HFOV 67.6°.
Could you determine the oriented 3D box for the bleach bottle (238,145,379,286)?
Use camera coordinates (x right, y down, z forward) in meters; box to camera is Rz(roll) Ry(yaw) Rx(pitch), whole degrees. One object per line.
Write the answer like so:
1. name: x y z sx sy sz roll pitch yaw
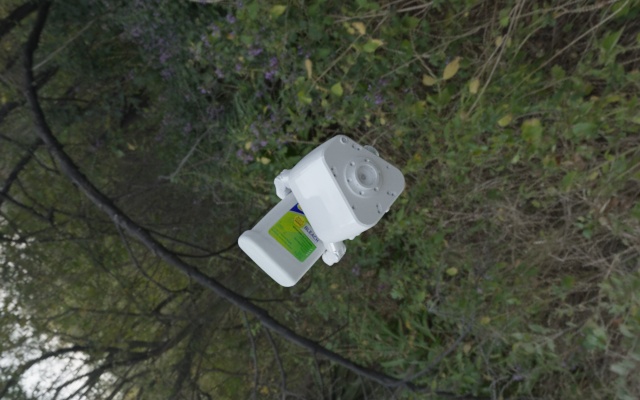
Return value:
1. bleach bottle: 0.000 0.002 0.703 0.250 0.102 0.068 -49 8 -25
